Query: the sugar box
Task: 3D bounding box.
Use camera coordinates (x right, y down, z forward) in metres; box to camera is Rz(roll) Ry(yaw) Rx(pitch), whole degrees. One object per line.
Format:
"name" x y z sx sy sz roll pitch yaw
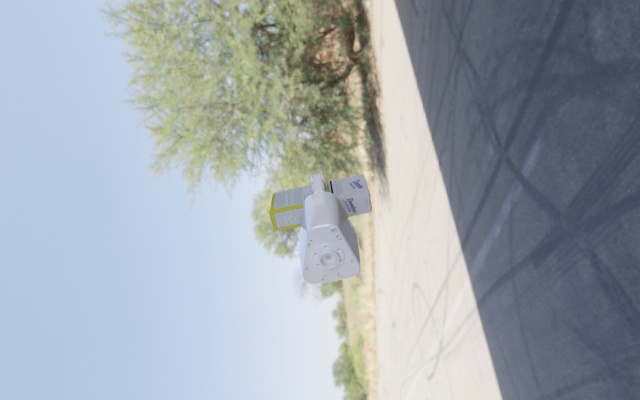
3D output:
"sugar box" 0.000 0.003 0.860 0.176 0.048 0.093 -9 24 2
